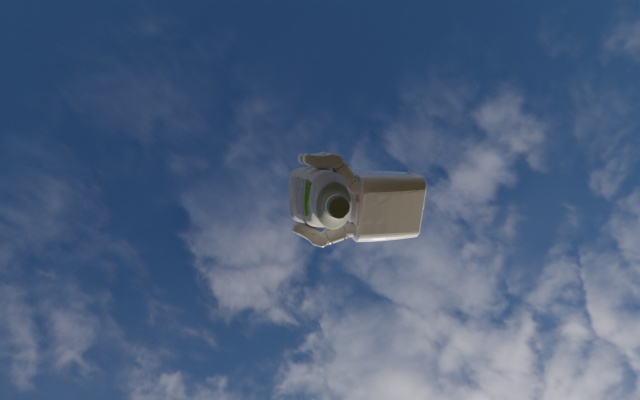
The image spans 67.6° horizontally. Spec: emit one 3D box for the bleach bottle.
[{"bbox_3d":[0.000,0.002,0.730,0.068,0.102,0.251,-4,8,-11],"label":"bleach bottle"}]
